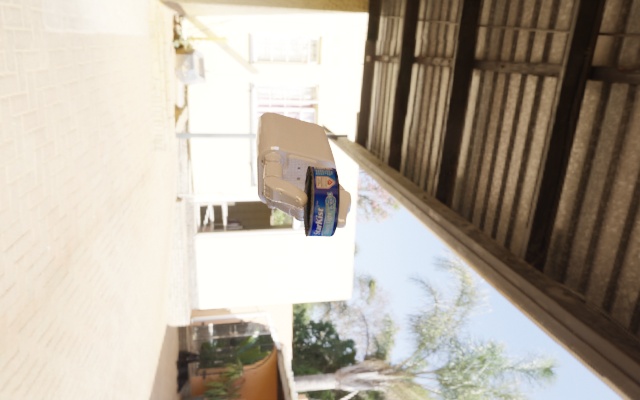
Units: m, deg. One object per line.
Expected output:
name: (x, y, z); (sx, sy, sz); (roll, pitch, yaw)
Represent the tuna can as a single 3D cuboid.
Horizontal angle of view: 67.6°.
tuna can: (0.001, 0.002, 0.576); (0.034, 0.086, 0.086); (2, 0, -8)
